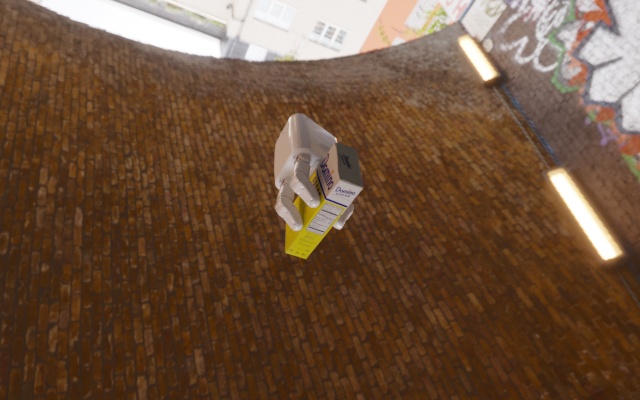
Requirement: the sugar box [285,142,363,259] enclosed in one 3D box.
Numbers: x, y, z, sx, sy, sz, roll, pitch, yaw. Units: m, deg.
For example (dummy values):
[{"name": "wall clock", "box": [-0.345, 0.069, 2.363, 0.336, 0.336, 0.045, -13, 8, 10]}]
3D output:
[{"name": "sugar box", "box": [0.000, 0.002, 0.748, 0.048, 0.093, 0.176, 18, -51, -20]}]
